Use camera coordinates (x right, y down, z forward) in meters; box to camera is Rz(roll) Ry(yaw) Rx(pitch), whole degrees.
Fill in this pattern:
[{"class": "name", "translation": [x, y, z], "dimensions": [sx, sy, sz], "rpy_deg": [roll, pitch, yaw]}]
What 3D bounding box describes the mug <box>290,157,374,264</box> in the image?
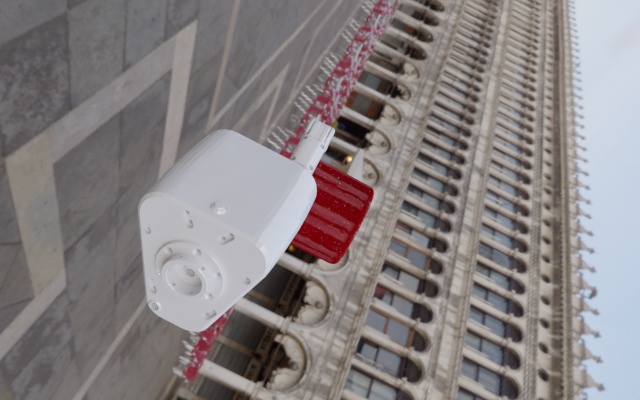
[{"class": "mug", "translation": [0.001, 0.001, 0.457], "dimensions": [0.081, 0.093, 0.117], "rpy_deg": [28, 32, 0]}]
